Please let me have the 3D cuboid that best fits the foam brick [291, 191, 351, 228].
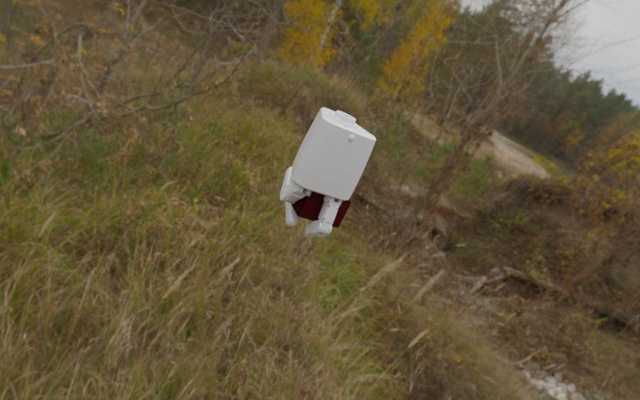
[{"bbox_3d":[0.000,0.003,0.772,0.078,0.051,0.053,17,20,-26],"label":"foam brick"}]
